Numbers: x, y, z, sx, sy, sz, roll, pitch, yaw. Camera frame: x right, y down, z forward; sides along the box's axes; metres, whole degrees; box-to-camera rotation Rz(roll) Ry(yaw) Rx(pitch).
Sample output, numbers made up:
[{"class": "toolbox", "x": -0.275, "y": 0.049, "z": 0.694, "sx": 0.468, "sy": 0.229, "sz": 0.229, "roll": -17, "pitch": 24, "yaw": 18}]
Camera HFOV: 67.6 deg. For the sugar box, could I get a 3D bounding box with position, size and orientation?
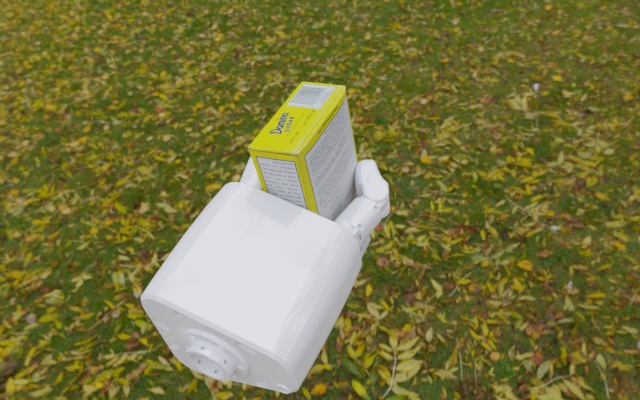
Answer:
[{"class": "sugar box", "x": -0.001, "y": 0.001, "z": 0.402, "sx": 0.048, "sy": 0.176, "sz": 0.093, "roll": 12, "pitch": 46, "yaw": 22}]
